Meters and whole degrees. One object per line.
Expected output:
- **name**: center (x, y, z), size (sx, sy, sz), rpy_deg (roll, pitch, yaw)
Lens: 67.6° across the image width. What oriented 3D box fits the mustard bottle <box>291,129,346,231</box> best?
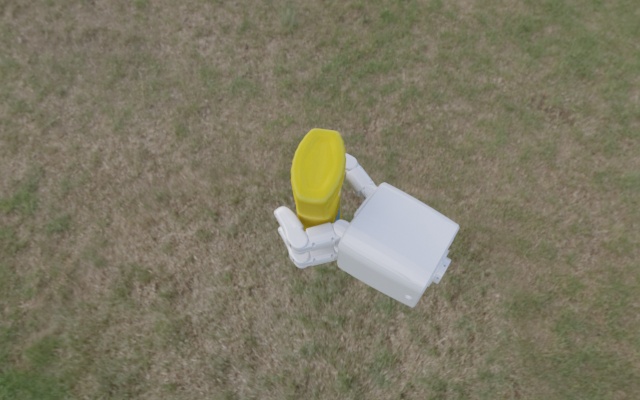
- **mustard bottle**: center (0.000, 0.002, 0.593), size (0.058, 0.096, 0.192), rpy_deg (7, -26, 5)
